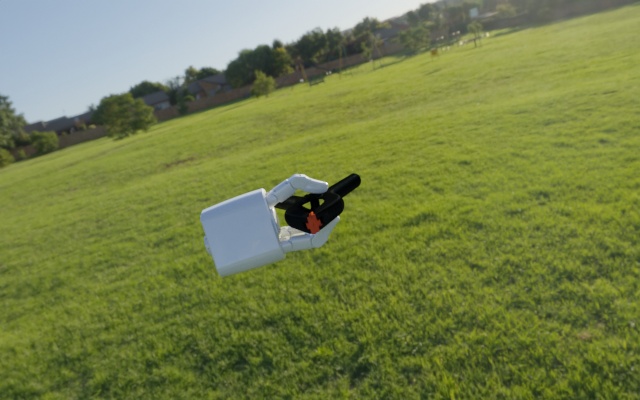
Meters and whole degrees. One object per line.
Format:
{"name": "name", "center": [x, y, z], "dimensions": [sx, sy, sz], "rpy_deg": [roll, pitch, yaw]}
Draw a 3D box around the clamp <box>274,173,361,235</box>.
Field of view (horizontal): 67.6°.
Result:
{"name": "clamp", "center": [0.000, 0.002, 0.768], "dimensions": [0.164, 0.036, 0.210], "rpy_deg": [-18, 15, -2]}
